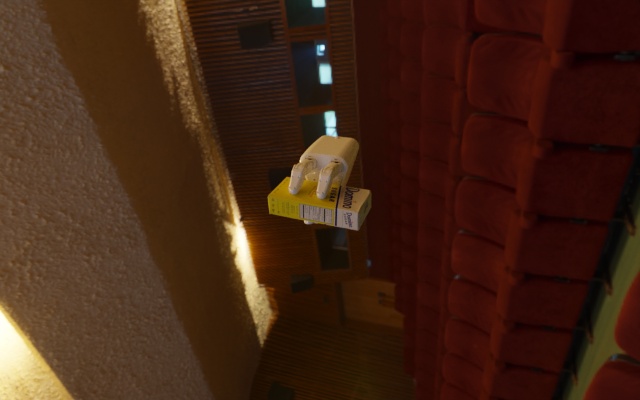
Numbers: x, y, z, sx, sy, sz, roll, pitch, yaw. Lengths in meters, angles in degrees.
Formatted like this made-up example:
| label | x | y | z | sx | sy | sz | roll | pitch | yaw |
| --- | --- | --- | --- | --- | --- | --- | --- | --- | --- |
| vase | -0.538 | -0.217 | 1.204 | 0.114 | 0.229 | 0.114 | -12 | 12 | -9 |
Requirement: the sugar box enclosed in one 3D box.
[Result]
| label | x | y | z | sx | sy | sz | roll | pitch | yaw |
| --- | --- | --- | --- | --- | --- | --- | --- | --- | --- |
| sugar box | 0.000 | 0.002 | 0.896 | 0.176 | 0.048 | 0.093 | 7 | 29 | 18 |
